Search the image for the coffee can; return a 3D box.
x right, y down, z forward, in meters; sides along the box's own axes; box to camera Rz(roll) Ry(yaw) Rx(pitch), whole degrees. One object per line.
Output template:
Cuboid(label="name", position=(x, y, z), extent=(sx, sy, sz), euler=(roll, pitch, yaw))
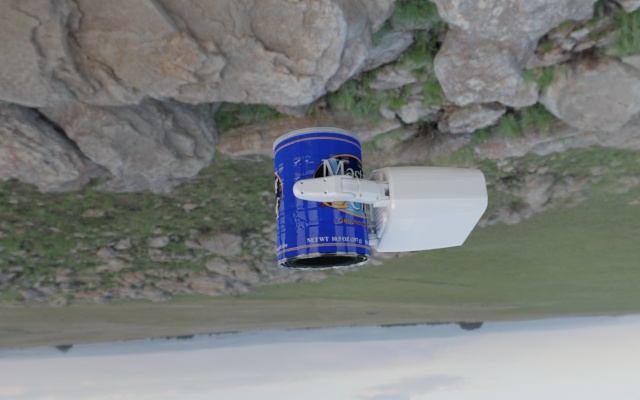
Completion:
Cuboid(label="coffee can", position=(0.000, 0.002, 0.538), extent=(0.103, 0.140, 0.103), euler=(-3, -16, -1))
